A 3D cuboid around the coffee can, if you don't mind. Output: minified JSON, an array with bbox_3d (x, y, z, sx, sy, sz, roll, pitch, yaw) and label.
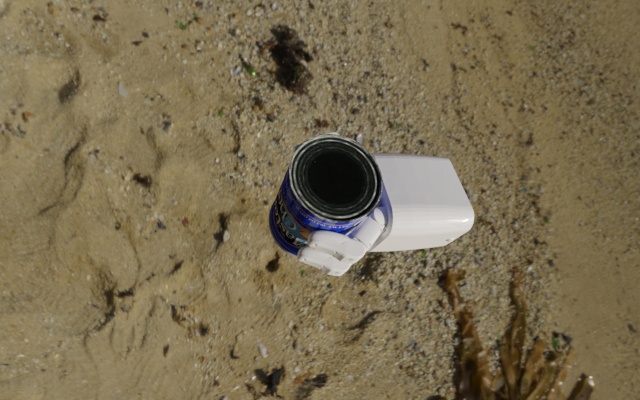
[{"bbox_3d":[0.000,0.002,0.559,0.103,0.102,0.140,0,-22,-15],"label":"coffee can"}]
